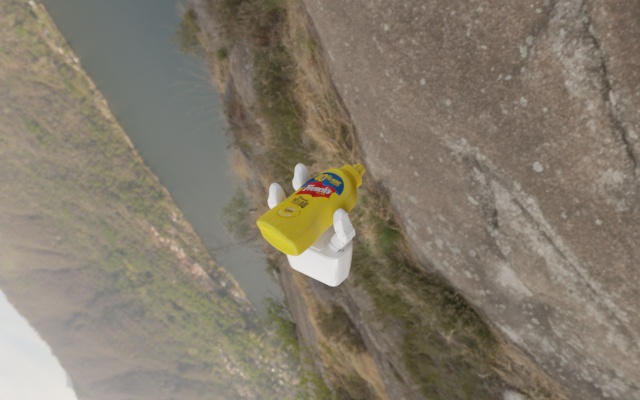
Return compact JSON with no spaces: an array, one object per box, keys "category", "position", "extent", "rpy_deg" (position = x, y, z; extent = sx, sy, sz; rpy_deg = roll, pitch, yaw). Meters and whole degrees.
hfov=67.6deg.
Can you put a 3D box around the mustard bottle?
[{"category":"mustard bottle","position":[0.000,0.002,0.743],"extent":[0.191,0.058,0.096],"rpy_deg":[-39,37,-24]}]
